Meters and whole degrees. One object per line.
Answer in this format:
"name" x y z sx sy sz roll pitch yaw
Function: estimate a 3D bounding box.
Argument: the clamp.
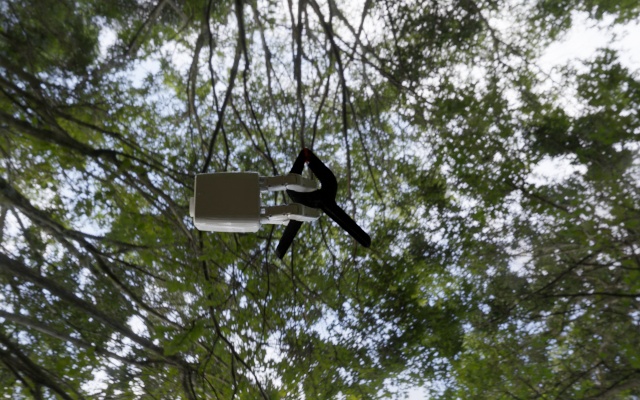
"clamp" 0.000 0.003 0.844 0.164 0.210 0.036 1 -26 -11
